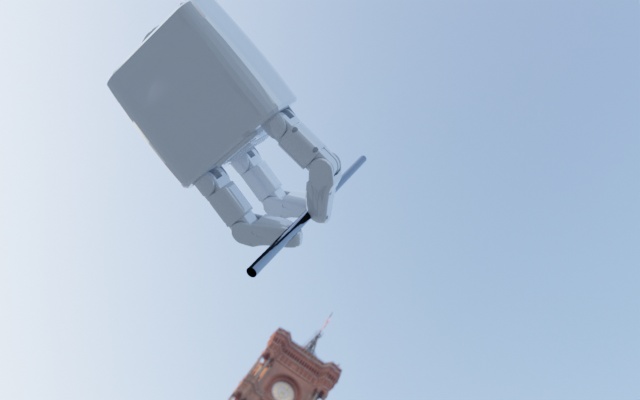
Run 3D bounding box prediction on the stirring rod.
[{"bbox_3d":[0.000,0.001,0.420,0.011,0.011,0.239,0,23,25],"label":"stirring rod"}]
